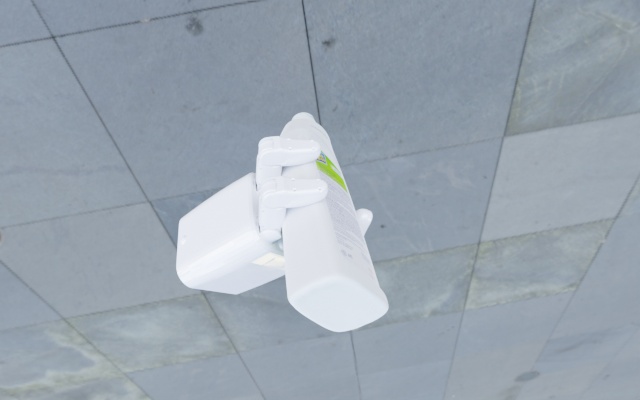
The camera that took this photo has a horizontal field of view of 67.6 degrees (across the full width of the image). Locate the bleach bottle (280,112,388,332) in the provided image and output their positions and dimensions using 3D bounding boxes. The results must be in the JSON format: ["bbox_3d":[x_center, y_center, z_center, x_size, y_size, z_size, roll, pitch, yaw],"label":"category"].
[{"bbox_3d":[0.000,0.002,0.503,0.068,0.250,0.103,-28,-44,20],"label":"bleach bottle"}]
